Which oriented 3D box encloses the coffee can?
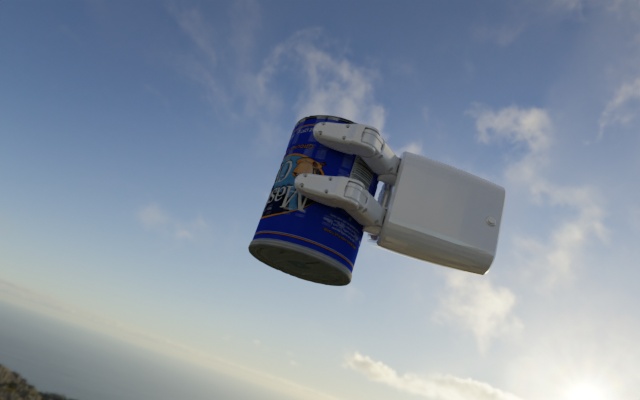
[{"bbox_3d":[0.000,0.002,0.478,0.103,0.140,0.103,16,-21,6],"label":"coffee can"}]
